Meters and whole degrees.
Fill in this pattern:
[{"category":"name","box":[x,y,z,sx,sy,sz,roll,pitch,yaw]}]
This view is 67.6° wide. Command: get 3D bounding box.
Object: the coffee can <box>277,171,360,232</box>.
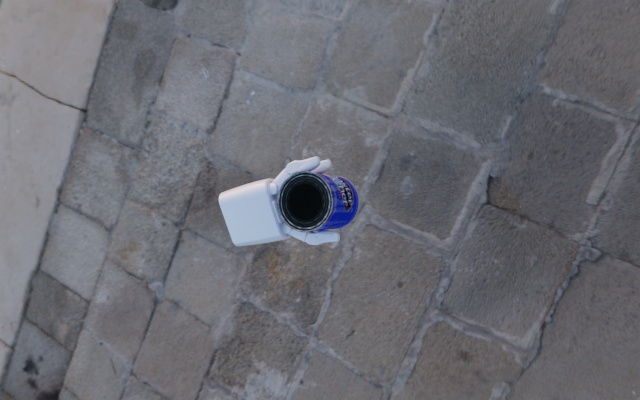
[{"category":"coffee can","box":[0.000,0.003,0.854,0.103,0.103,0.140,0,-1,23]}]
